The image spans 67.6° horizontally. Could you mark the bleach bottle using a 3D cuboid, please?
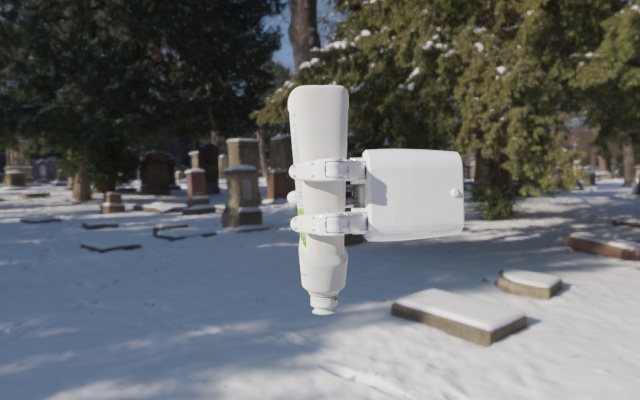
[{"bbox_3d":[0.000,0.002,0.552,0.068,0.251,0.102,-2,1,-6],"label":"bleach bottle"}]
